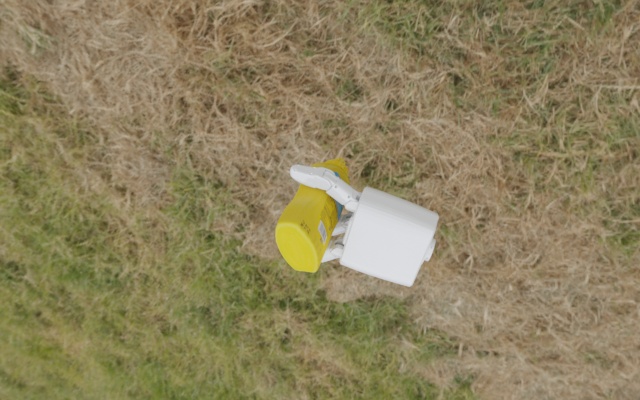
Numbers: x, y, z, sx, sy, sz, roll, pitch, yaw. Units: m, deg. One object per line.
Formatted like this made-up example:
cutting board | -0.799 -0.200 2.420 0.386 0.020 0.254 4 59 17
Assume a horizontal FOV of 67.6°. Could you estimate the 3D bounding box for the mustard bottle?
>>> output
mustard bottle | 0.000 0.002 0.684 0.058 0.096 0.191 2 42 25
